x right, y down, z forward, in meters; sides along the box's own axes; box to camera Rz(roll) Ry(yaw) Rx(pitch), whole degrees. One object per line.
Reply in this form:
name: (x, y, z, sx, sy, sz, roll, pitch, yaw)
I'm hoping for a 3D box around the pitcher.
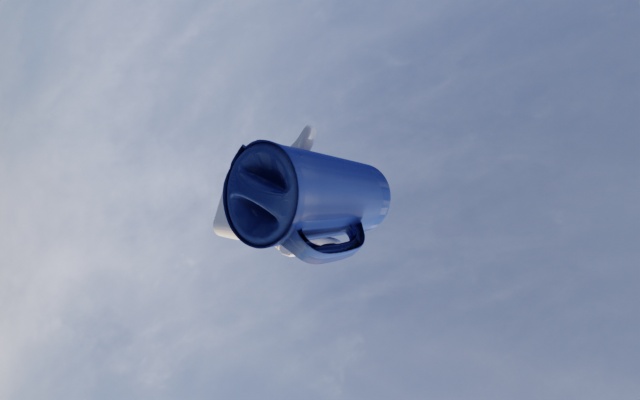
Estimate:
pitcher: (0.000, 0.002, 0.667, 0.145, 0.149, 0.243, 2, 0, 39)
